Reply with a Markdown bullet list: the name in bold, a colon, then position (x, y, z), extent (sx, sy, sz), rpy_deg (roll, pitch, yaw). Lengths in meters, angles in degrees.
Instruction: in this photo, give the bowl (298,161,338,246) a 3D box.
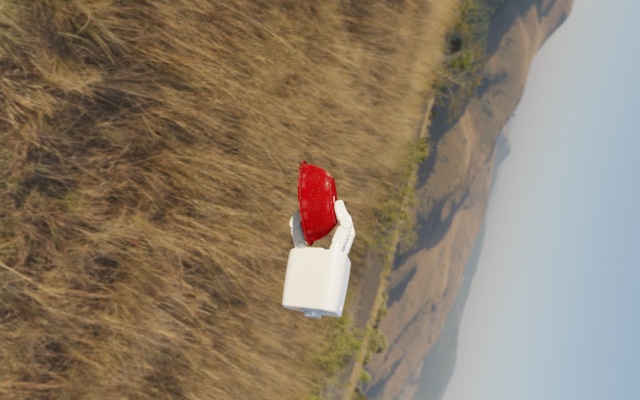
- **bowl**: position (0.000, 0.002, 0.899), extent (0.055, 0.162, 0.162), rpy_deg (-5, -1, 9)
